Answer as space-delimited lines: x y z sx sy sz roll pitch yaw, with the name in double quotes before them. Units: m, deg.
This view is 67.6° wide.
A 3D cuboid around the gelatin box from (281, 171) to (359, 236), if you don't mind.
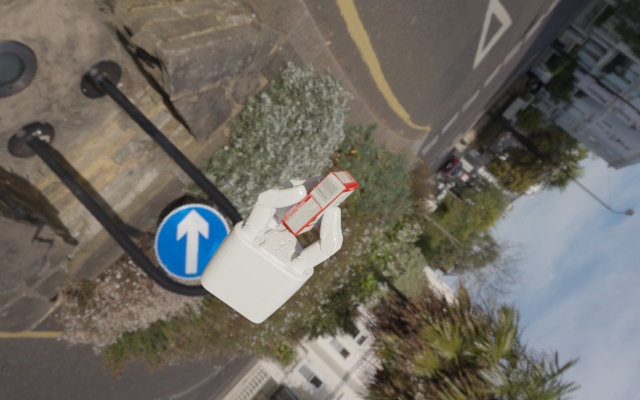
"gelatin box" 0.001 0.002 0.588 0.089 0.030 0.073 -43 -8 15
